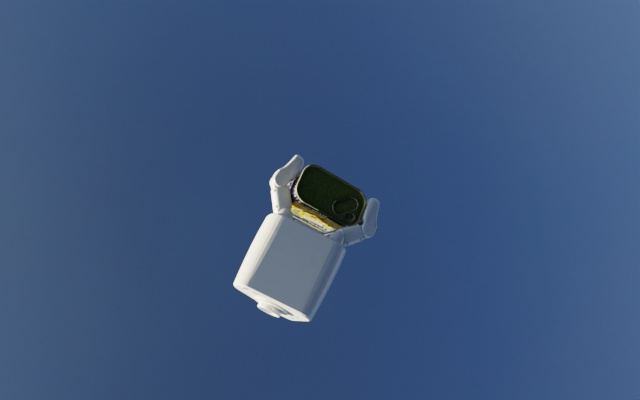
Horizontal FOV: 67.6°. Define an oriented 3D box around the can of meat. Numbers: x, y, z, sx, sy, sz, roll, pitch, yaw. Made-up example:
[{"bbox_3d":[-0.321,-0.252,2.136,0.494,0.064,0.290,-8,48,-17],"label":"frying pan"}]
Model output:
[{"bbox_3d":[0.000,0.002,0.680,0.102,0.057,0.084,29,-22,-15],"label":"can of meat"}]
